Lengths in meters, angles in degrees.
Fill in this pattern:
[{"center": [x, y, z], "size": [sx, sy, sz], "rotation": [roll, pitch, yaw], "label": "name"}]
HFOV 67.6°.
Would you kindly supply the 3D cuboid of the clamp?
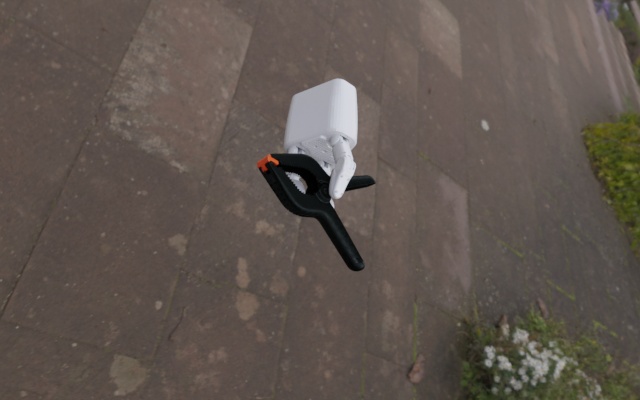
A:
[{"center": [0.000, 0.002, 0.685], "size": [0.210, 0.164, 0.036], "rotation": [25, -34, -33], "label": "clamp"}]
